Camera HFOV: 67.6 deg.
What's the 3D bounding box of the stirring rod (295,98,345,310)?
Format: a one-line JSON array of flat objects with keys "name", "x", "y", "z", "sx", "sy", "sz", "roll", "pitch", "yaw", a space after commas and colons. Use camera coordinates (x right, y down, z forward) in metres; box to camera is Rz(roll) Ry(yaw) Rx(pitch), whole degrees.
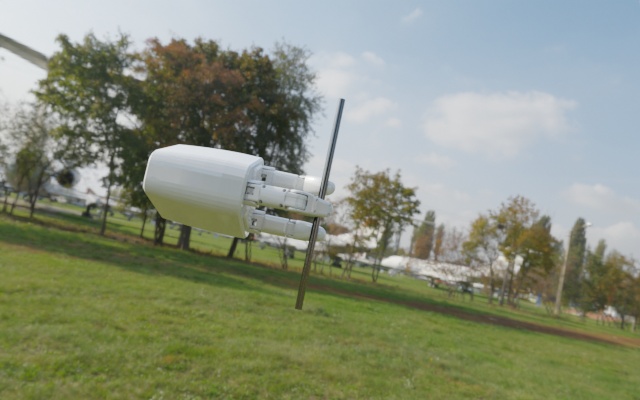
[{"name": "stirring rod", "x": 0.000, "y": 0.002, "z": 0.534, "sx": 0.011, "sy": 0.239, "sz": 0.011, "roll": 12, "pitch": -5, "yaw": 1}]
